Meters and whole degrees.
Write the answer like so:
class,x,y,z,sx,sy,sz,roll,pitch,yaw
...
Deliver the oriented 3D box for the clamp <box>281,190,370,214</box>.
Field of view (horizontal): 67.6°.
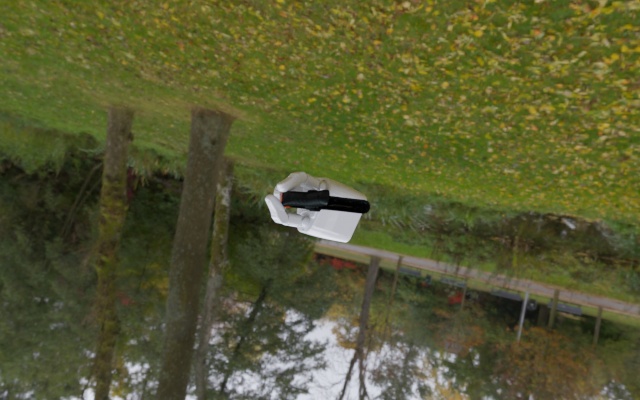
class,x,y,z,sx,sy,sz,roll,pitch,yaw
clamp,0.000,0.003,0.845,0.120,0.039,0.171,19,-9,-37
